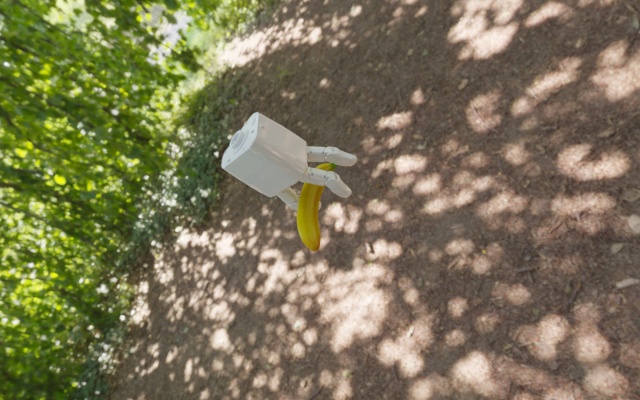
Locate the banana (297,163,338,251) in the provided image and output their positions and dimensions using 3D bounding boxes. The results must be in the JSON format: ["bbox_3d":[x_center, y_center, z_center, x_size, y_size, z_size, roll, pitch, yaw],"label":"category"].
[{"bbox_3d":[-0.011,0.005,0.849,0.037,0.197,0.069,34,-36,-29],"label":"banana"}]
